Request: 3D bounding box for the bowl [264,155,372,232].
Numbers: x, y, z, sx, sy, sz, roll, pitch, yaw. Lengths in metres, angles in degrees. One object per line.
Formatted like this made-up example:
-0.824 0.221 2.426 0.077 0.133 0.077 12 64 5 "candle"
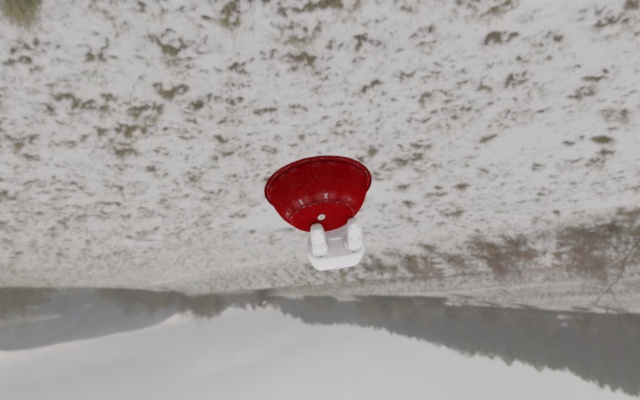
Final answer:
0.000 0.002 0.697 0.162 0.055 0.162 -6 -31 -4 "bowl"
